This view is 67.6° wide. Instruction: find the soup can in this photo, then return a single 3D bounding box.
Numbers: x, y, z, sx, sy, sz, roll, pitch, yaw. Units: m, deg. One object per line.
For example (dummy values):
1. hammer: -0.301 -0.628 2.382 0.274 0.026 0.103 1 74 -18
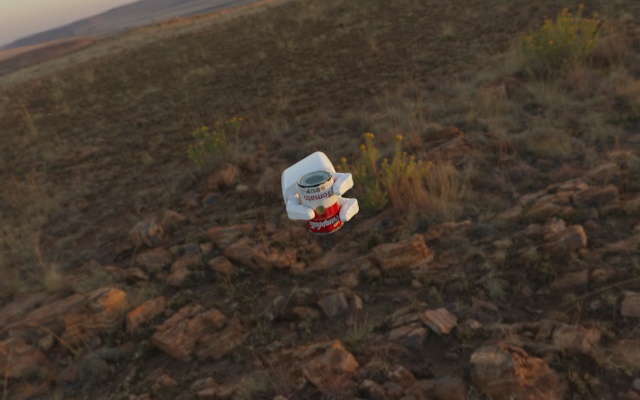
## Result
1. soup can: 0.000 0.003 0.893 0.068 0.102 0.068 -11 25 5
